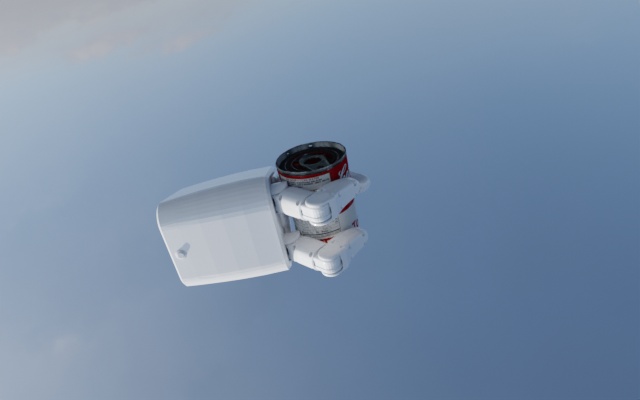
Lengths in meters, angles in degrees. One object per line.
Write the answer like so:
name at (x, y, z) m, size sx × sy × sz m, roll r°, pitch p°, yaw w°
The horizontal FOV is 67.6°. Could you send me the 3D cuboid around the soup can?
soup can at (0.001, 0.002, 0.473) m, size 0.068 × 0.102 × 0.068 m, roll -10°, pitch 28°, yaw 5°
